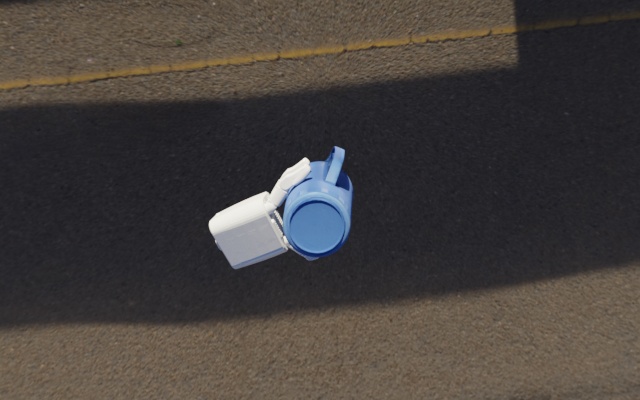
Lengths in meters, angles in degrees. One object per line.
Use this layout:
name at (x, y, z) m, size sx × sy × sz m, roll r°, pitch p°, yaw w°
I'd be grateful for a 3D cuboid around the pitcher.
pitcher at (0.000, 0.003, 0.854) m, size 0.145 × 0.149 × 0.242 m, roll -22°, pitch 12°, yaw 6°
